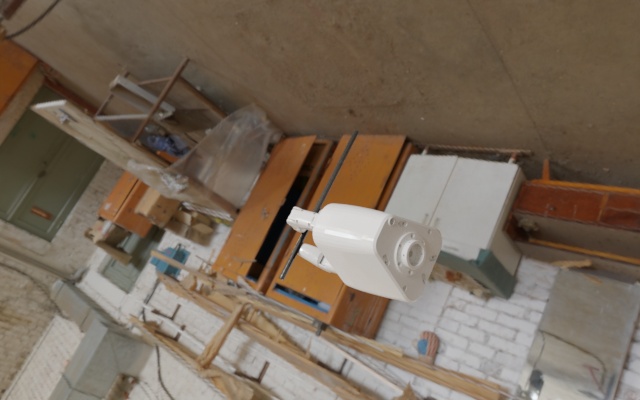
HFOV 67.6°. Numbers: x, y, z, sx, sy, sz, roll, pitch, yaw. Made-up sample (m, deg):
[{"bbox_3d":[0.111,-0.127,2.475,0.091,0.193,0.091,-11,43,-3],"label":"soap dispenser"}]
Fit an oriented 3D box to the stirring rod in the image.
[{"bbox_3d":[0.000,0.002,0.671,0.011,0.239,0.011,25,-15,7],"label":"stirring rod"}]
